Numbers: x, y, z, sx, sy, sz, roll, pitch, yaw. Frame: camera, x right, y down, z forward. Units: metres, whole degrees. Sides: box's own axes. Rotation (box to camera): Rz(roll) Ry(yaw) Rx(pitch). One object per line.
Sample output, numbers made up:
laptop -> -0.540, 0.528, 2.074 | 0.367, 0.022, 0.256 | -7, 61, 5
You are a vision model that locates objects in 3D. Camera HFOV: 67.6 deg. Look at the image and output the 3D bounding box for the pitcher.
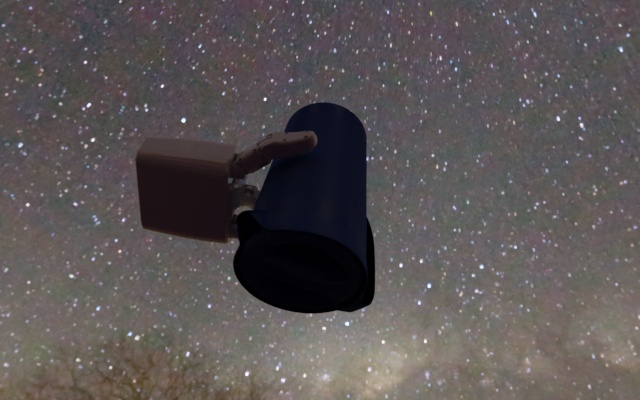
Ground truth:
pitcher -> 0.000, 0.002, 0.553 | 0.145, 0.149, 0.242 | 6, 45, 4
